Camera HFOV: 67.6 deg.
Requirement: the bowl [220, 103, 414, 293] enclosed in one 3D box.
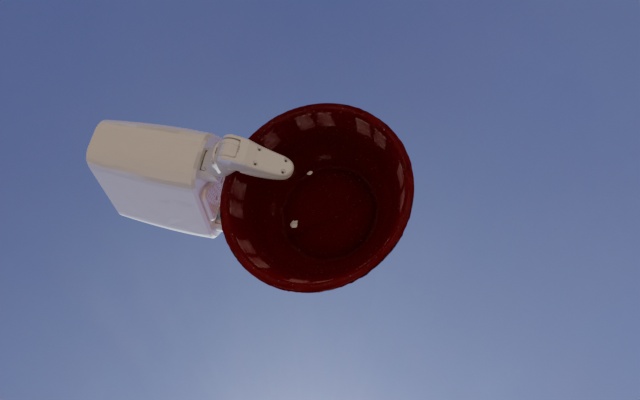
[{"bbox_3d":[0.001,0.002,0.403,0.162,0.162,0.055,0,-20,17],"label":"bowl"}]
